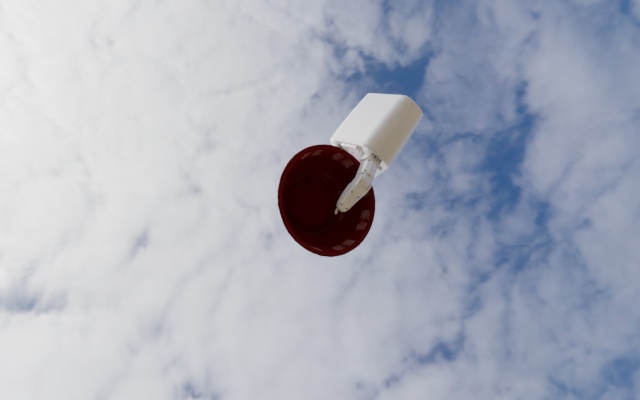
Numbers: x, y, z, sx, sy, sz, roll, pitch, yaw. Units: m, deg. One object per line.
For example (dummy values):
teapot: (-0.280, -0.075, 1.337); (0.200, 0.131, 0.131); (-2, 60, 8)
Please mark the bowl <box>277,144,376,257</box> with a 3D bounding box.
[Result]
bowl: (-0.001, 0.003, 0.698); (0.162, 0.162, 0.055); (0, -7, -31)
